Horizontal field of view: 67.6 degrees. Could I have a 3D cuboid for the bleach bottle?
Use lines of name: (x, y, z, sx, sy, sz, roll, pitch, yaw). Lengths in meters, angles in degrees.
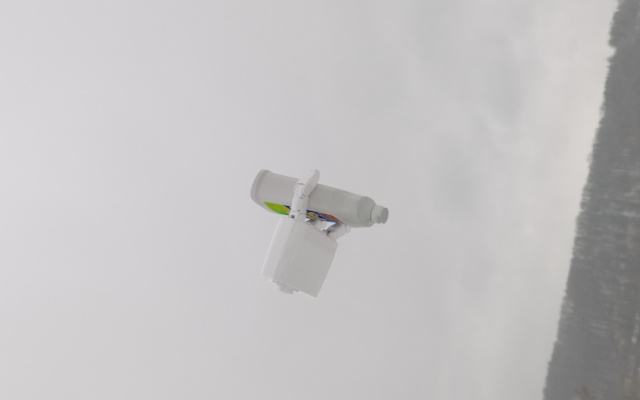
bleach bottle: (0.000, 0.003, 0.852, 0.251, 0.068, 0.103, 10, -18, 34)
